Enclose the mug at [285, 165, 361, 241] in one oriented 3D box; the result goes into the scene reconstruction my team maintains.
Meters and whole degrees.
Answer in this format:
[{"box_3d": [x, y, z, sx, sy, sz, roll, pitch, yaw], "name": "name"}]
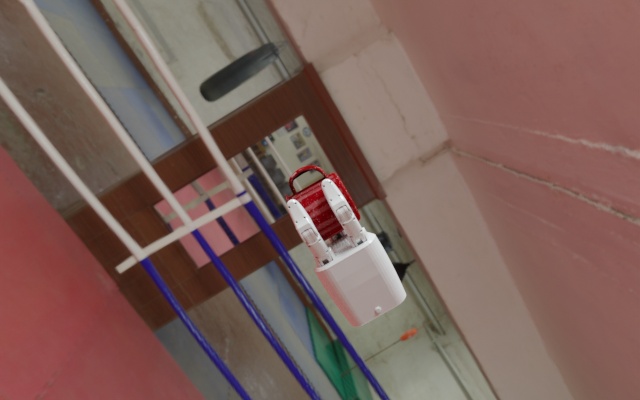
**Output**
[{"box_3d": [0.000, 0.001, 0.698, 0.081, 0.117, 0.093, -30, 14, 1], "name": "mug"}]
